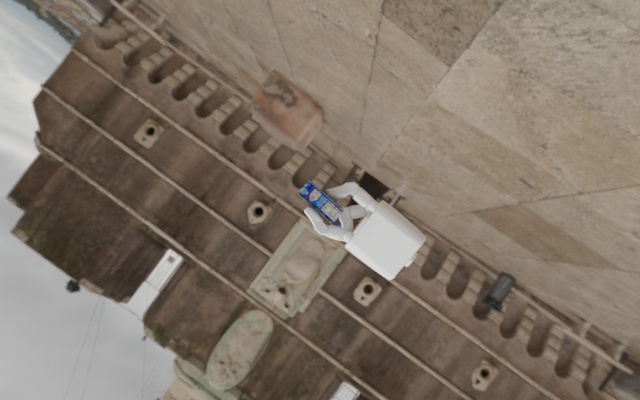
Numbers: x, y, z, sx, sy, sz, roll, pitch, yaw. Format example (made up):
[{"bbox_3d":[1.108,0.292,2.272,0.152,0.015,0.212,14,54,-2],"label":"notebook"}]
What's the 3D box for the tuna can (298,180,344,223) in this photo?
[{"bbox_3d":[0.000,0.003,0.873,0.086,0.034,0.086,42,-1,1],"label":"tuna can"}]
